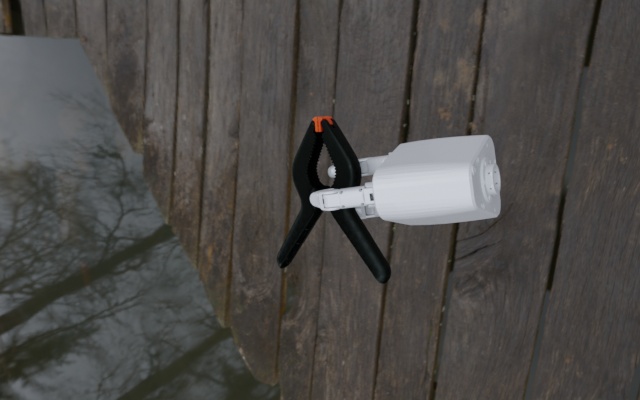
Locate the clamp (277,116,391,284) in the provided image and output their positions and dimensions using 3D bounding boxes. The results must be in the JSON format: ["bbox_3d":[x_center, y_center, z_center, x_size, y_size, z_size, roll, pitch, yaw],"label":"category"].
[{"bbox_3d":[0.000,0.002,0.604,0.164,0.210,0.036,-5,7,32],"label":"clamp"}]
